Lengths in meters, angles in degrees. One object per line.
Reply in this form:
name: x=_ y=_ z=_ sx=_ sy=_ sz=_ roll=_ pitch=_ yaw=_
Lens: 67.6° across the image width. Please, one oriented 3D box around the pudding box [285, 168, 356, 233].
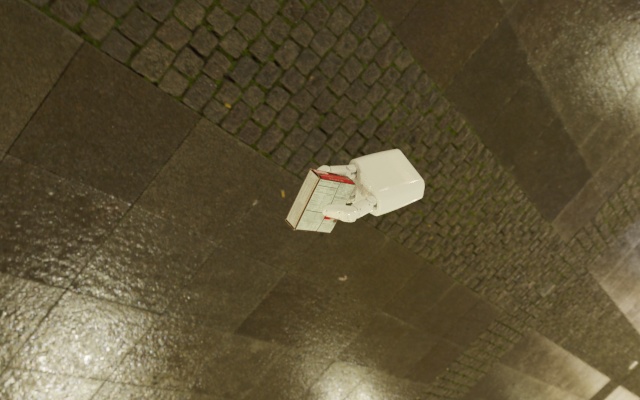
pudding box: x=0.000 y=0.003 z=0.860 sx=0.090 sy=0.113 sz=0.039 roll=9 pitch=25 yaw=-40
